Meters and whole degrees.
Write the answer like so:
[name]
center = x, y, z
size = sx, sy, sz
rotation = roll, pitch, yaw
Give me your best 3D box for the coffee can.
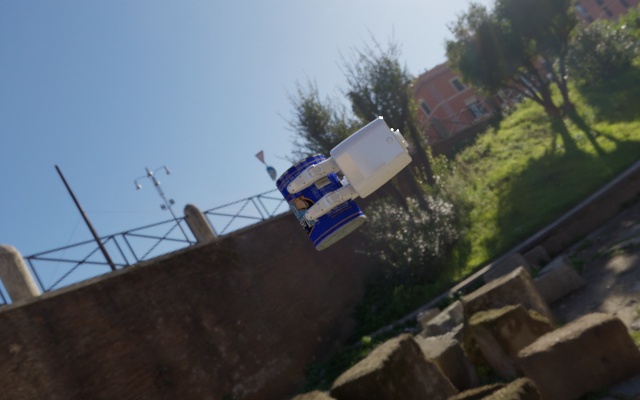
[coffee can]
center = 0.000, 0.003, 0.846
size = 0.103, 0.140, 0.103
rotation = -32, -11, -7
